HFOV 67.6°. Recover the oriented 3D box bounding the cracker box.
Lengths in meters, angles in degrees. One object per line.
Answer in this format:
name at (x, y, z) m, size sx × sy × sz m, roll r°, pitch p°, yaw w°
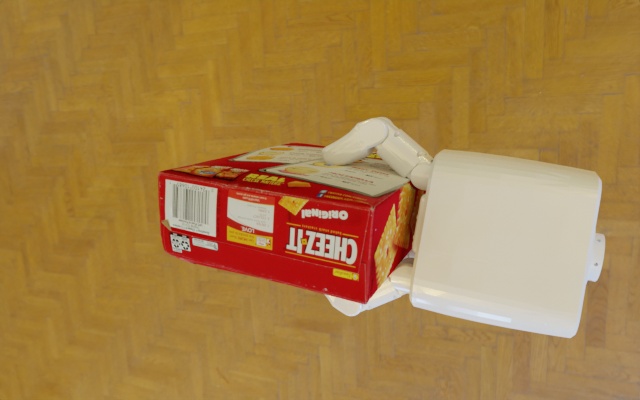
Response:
cracker box at (0.000, 0.001, 0.404) m, size 0.164 × 0.072 × 0.213 m, roll 9°, pitch 15°, yaw 23°
